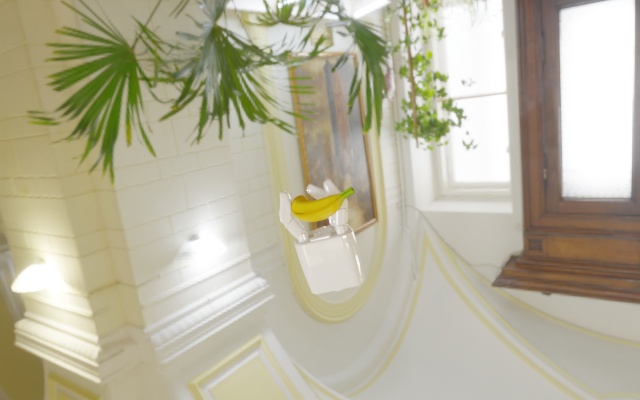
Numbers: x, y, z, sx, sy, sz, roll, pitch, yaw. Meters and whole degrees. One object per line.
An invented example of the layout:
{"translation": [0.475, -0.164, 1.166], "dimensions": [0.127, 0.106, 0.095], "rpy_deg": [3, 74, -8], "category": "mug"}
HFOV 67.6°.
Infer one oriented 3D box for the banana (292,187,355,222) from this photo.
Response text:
{"translation": [-0.013, 0.011, 0.852], "dimensions": [0.069, 0.037, 0.198], "rpy_deg": [-31, 13, -27], "category": "banana"}
